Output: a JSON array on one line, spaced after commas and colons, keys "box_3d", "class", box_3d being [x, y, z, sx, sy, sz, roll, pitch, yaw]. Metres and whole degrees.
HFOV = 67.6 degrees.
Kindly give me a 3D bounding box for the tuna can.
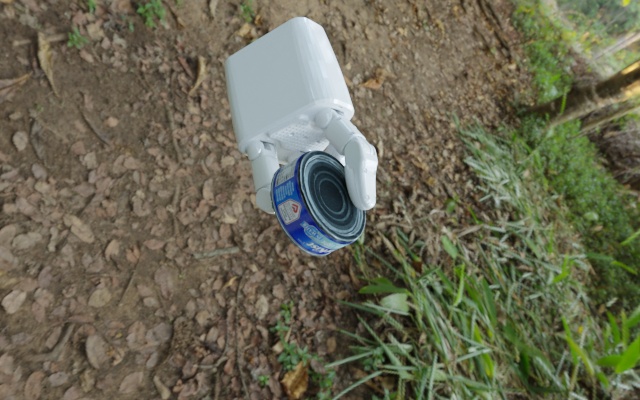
[{"box_3d": [0.001, 0.001, 0.403, 0.034, 0.086, 0.086, -27, -16, 34], "class": "tuna can"}]
